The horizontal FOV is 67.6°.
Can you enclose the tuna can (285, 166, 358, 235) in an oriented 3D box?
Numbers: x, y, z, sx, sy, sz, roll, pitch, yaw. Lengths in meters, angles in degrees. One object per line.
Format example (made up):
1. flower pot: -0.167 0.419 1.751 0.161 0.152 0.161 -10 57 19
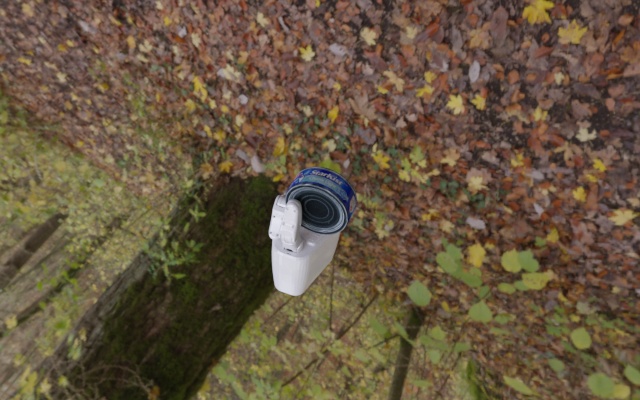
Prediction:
1. tuna can: 0.000 0.002 0.591 0.086 0.086 0.033 0 40 29
